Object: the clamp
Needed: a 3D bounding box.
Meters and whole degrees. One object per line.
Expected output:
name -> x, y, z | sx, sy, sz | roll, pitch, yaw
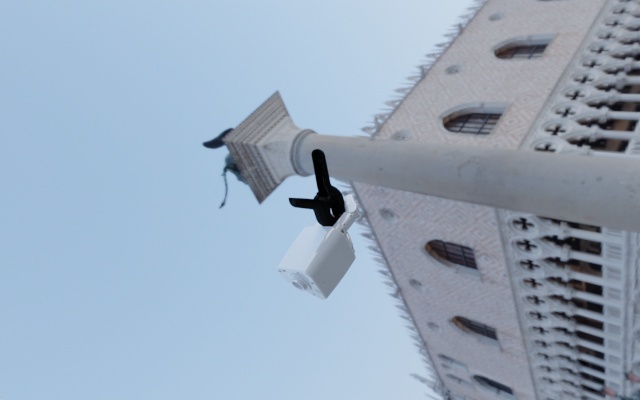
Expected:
clamp -> 0.000, 0.003, 0.890 | 0.039, 0.120, 0.172 | 11, -36, 40
